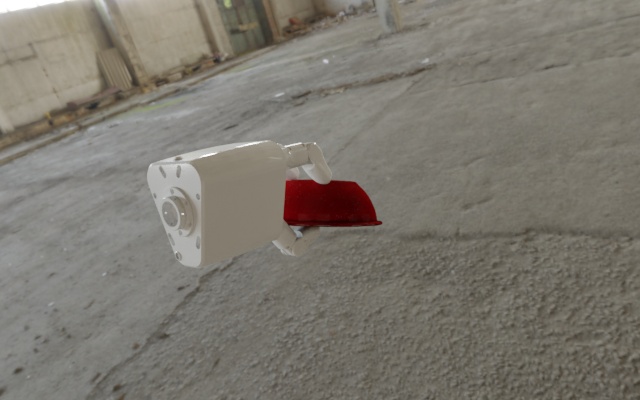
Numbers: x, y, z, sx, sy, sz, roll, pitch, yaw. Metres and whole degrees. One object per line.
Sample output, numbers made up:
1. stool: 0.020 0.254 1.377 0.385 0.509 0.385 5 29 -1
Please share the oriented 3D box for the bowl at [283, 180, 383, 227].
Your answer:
1. bowl: 0.001 0.002 0.620 0.162 0.055 0.162 1 0 0
